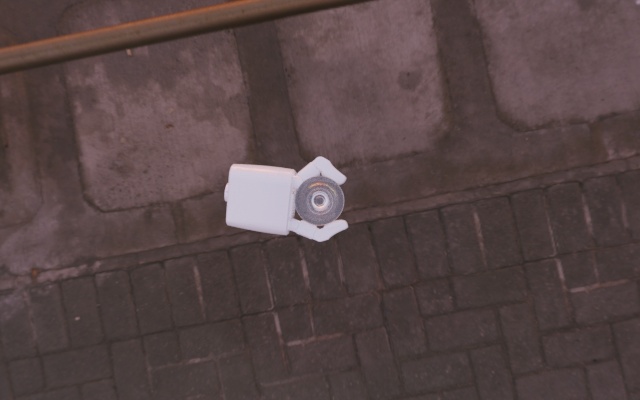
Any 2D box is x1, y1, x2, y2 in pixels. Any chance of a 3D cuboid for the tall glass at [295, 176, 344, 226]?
[{"bbox_3d":[0.000,0.003,0.809,0.079,0.079,0.201,0,-1,1],"label":"tall glass"}]
